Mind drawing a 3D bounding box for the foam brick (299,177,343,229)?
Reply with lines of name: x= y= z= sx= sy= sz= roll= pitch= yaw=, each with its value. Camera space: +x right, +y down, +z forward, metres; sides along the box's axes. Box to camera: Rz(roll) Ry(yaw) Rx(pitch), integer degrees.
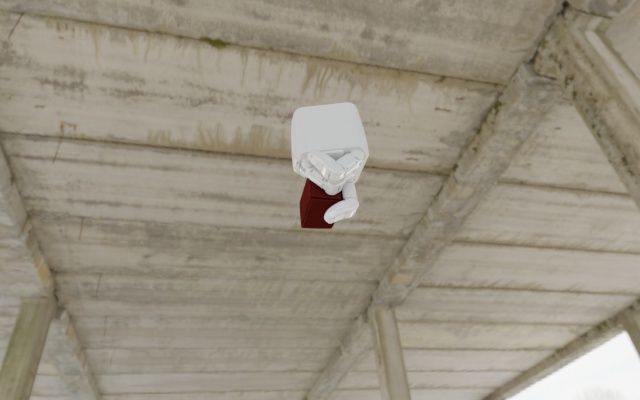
foam brick: x=0.000 y=0.003 z=0.757 sx=0.053 sy=0.051 sz=0.078 roll=4 pitch=-39 yaw=-14
